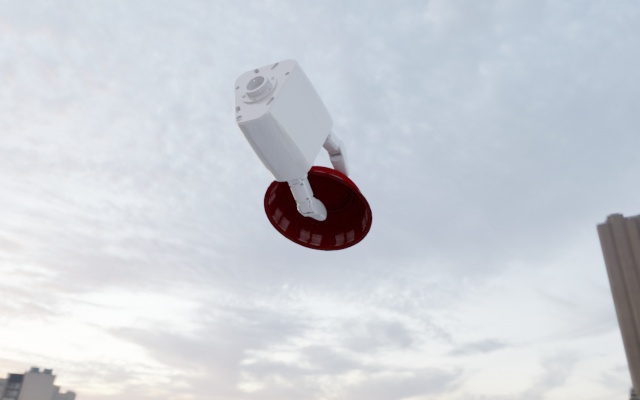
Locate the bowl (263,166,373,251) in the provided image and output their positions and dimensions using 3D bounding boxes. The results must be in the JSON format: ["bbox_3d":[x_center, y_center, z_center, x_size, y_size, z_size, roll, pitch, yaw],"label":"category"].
[{"bbox_3d":[0.000,0.003,0.710,0.162,0.162,0.055,0,42,16],"label":"bowl"}]
